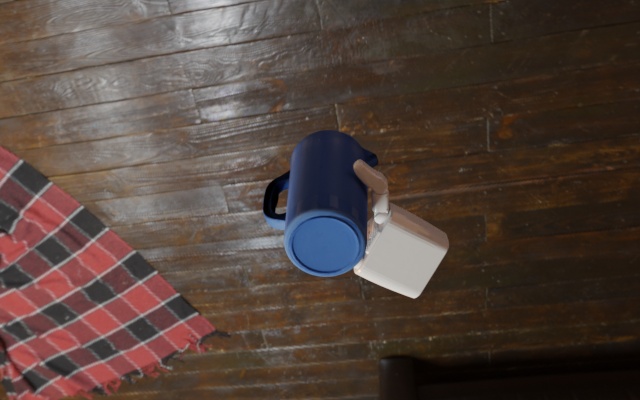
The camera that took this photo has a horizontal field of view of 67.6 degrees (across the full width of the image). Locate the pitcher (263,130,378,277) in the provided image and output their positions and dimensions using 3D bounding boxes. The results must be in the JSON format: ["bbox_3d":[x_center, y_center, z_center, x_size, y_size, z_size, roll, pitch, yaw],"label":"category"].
[{"bbox_3d":[0.000,0.002,0.711,0.145,0.149,0.242,27,27,-12],"label":"pitcher"}]
